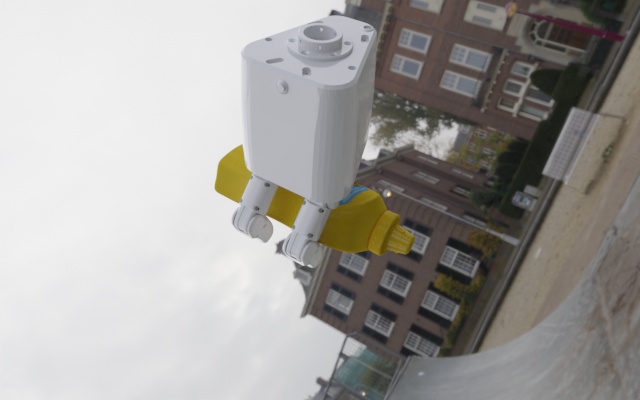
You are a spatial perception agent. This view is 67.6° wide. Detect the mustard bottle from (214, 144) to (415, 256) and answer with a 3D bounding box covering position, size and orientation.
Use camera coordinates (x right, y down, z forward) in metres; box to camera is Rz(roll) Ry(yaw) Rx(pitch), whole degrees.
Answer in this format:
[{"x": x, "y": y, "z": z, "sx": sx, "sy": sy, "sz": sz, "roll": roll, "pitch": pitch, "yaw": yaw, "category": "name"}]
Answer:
[{"x": 0.000, "y": 0.002, "z": 0.459, "sx": 0.191, "sy": 0.058, "sz": 0.096, "roll": 25, "pitch": 24, "yaw": 20, "category": "mustard bottle"}]
